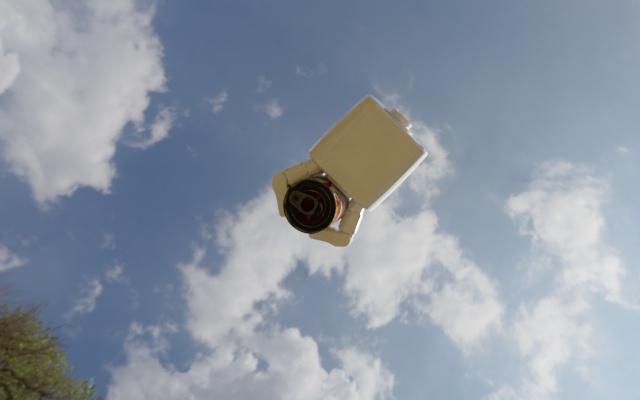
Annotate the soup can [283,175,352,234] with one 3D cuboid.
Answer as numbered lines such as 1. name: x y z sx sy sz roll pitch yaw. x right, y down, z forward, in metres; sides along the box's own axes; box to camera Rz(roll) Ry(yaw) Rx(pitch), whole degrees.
1. soup can: 0.000 0.002 0.626 0.068 0.068 0.102 0 6 16
